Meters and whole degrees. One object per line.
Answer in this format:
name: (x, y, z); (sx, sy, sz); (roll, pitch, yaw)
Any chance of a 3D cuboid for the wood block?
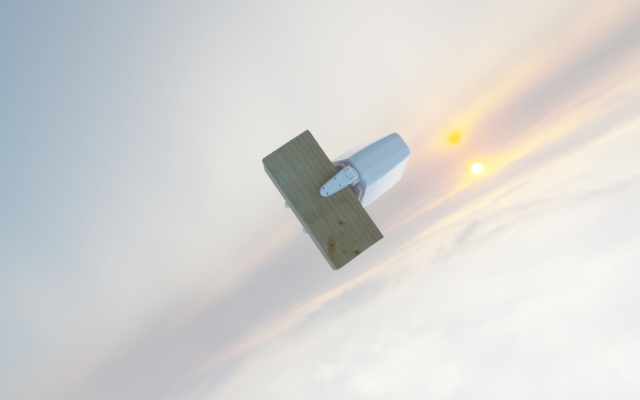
wood block: (0.001, 0.002, 0.771); (0.090, 0.206, 0.091); (-34, -5, -8)
